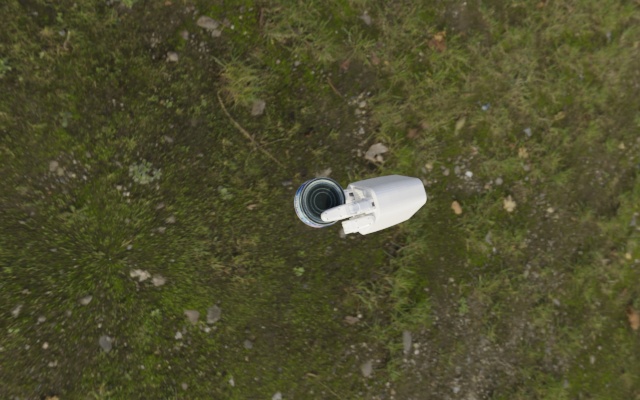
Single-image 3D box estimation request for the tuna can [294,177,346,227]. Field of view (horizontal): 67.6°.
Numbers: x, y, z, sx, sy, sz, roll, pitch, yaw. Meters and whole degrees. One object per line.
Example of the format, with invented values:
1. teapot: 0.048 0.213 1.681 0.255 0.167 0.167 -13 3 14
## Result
1. tuna can: 0.000 0.003 0.821 0.086 0.086 0.034 0 -5 -18
